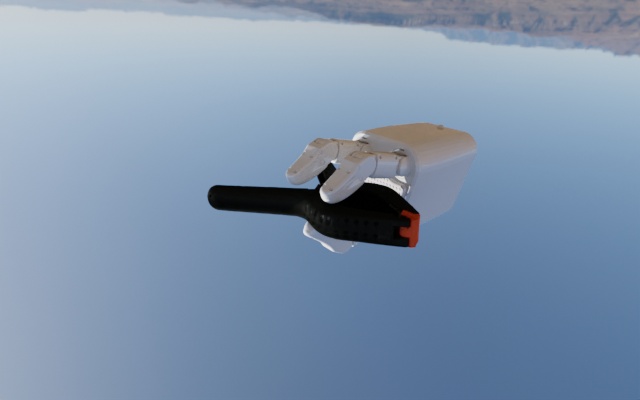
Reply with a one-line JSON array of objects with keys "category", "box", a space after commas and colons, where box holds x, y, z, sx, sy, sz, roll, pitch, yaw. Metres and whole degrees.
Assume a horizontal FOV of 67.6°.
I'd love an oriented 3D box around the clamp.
[{"category": "clamp", "box": [0.001, 0.002, 0.469, 0.164, 0.036, 0.210, -19, 30, -34]}]
